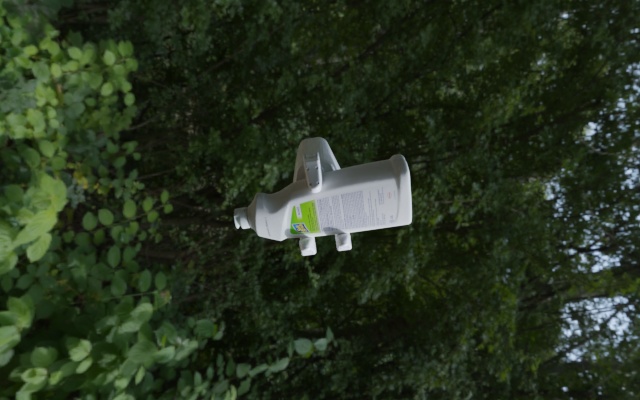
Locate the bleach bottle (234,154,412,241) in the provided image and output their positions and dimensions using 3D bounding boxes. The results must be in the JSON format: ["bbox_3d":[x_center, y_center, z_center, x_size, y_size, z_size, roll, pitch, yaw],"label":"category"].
[{"bbox_3d":[0.000,0.002,0.686,0.251,0.103,0.068,-8,29,2],"label":"bleach bottle"}]
